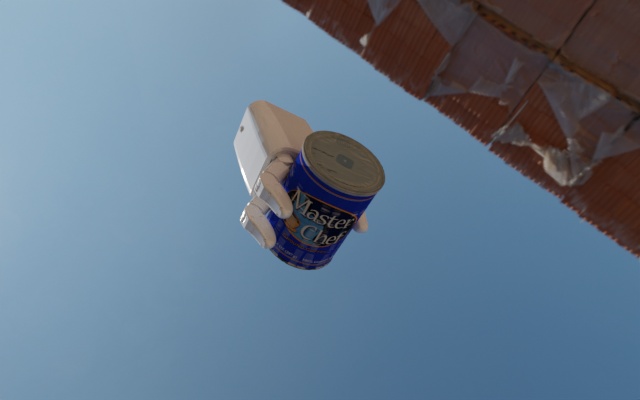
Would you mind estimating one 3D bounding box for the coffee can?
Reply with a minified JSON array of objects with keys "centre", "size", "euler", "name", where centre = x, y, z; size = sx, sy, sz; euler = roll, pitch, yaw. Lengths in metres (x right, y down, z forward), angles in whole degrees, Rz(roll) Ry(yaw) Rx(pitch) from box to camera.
[{"centre":[0.000,0.002,0.579],"size":[0.103,0.102,0.140],"euler":[0,-43,-34],"name":"coffee can"}]
